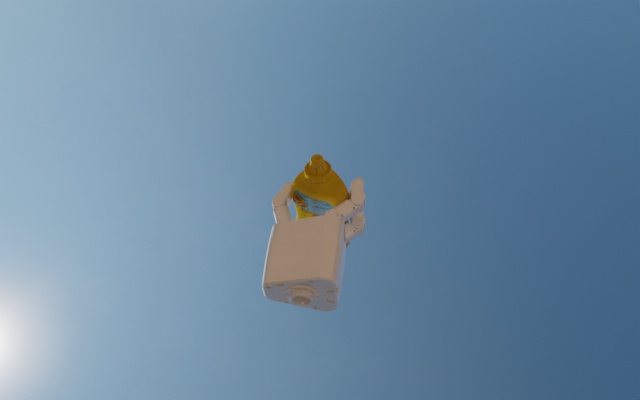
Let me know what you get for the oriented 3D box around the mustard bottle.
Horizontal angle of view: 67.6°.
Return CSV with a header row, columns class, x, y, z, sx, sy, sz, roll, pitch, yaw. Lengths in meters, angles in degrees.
class,x,y,z,sx,sy,sz,roll,pitch,yaw
mustard bottle,0.000,0.002,0.757,0.096,0.058,0.192,22,-36,22
